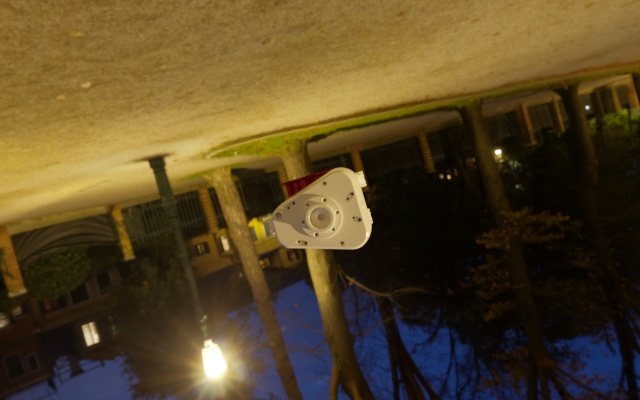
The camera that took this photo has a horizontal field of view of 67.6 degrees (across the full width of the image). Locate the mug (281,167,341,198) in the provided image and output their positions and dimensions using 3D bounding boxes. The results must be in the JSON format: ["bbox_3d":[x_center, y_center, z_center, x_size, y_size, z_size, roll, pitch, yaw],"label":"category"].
[{"bbox_3d":[0.000,0.002,0.703,0.093,0.081,0.117,-15,1,7],"label":"mug"}]
